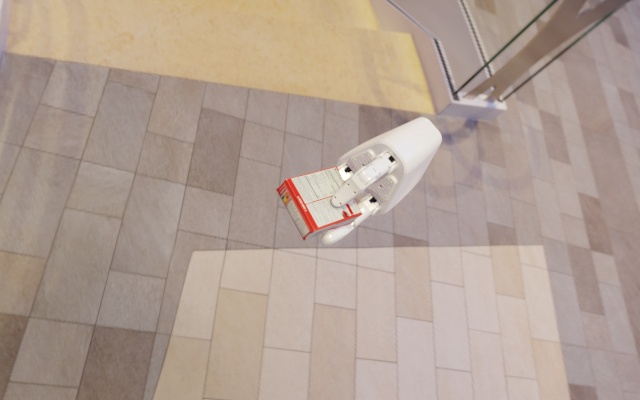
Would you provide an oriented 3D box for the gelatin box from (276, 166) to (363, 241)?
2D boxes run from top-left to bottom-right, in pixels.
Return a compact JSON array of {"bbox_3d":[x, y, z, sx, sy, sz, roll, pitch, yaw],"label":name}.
[{"bbox_3d":[0.000,0.002,0.592,0.089,0.073,0.030,-17,-18,-41],"label":"gelatin box"}]
